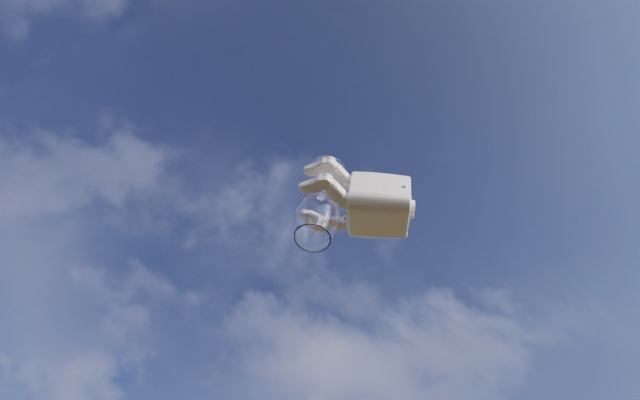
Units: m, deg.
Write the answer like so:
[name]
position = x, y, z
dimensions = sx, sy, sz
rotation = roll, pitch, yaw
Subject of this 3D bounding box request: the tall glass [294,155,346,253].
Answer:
[tall glass]
position = 0.000, 0.002, 0.851
dimensions = 0.079, 0.079, 0.201
rotation = 0, 37, 10
